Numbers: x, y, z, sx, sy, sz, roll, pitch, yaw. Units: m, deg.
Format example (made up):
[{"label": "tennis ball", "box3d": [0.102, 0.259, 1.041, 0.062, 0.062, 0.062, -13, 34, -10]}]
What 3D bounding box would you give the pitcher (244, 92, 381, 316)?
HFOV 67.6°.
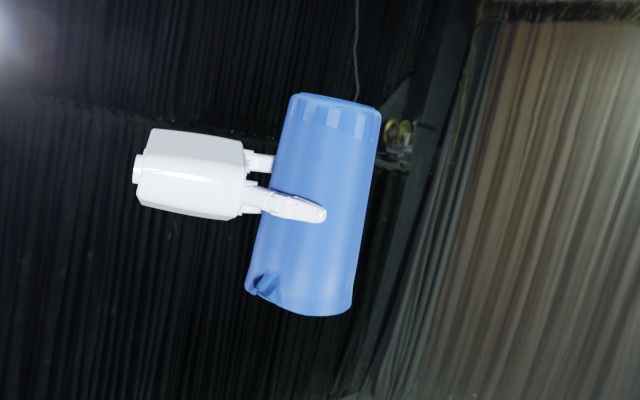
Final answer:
[{"label": "pitcher", "box3d": [0.000, 0.002, 0.578, 0.145, 0.243, 0.149, 10, 10, -14]}]
